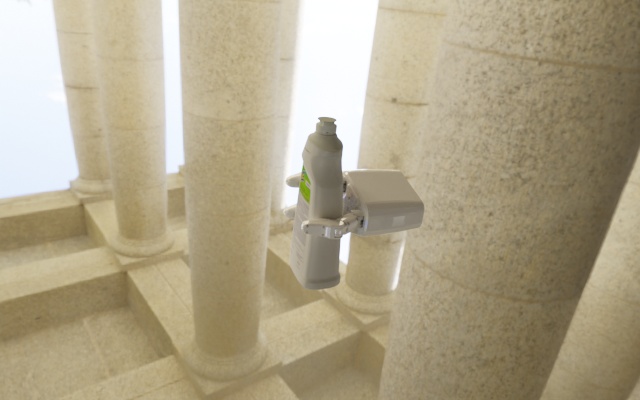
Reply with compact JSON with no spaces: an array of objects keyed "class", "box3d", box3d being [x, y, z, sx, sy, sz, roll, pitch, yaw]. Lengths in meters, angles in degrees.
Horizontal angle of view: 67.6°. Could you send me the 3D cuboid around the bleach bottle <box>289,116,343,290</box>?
[{"class":"bleach bottle","box3d":[0.000,0.002,0.717,0.068,0.251,0.102,-4,26,-22]}]
